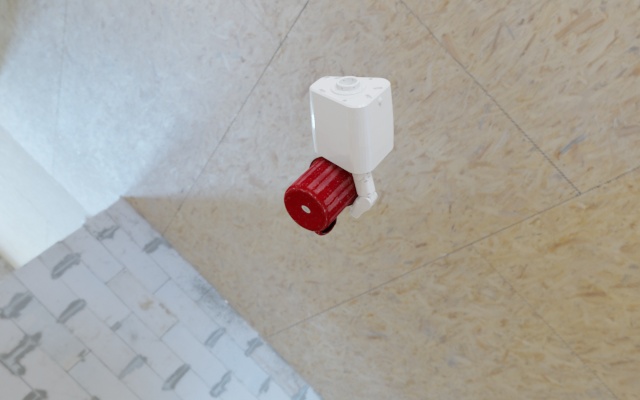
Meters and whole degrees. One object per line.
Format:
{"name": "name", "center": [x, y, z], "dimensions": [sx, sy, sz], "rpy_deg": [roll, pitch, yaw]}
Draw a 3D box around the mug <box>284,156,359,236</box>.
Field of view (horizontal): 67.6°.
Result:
{"name": "mug", "center": [0.000, 0.004, 0.728], "dimensions": [0.093, 0.117, 0.081], "rpy_deg": [16, 43, 31]}
